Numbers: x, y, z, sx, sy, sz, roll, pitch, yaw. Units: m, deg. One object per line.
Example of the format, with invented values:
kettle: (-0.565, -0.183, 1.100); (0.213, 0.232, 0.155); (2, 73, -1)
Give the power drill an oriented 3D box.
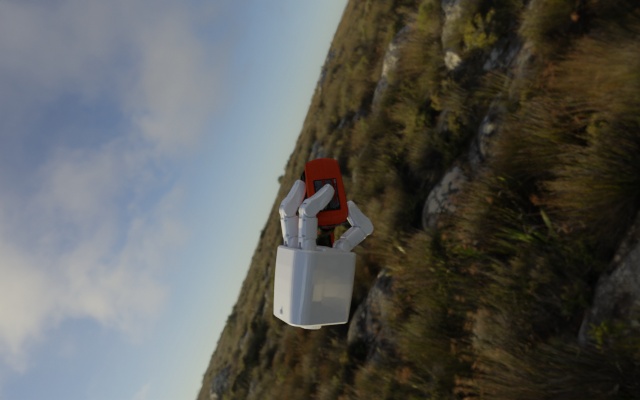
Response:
power drill: (0.000, 0.003, 0.792); (0.057, 0.184, 0.188); (-9, -20, -6)
